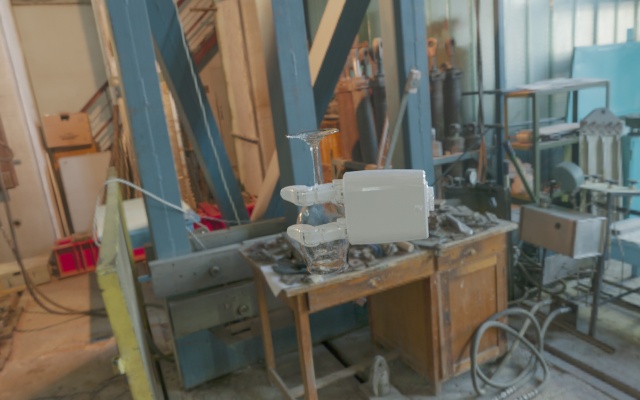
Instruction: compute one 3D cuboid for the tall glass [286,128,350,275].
[{"bbox_3d":[0.000,0.002,0.682,0.079,0.201,0.079,-6,14,1],"label":"tall glass"}]
